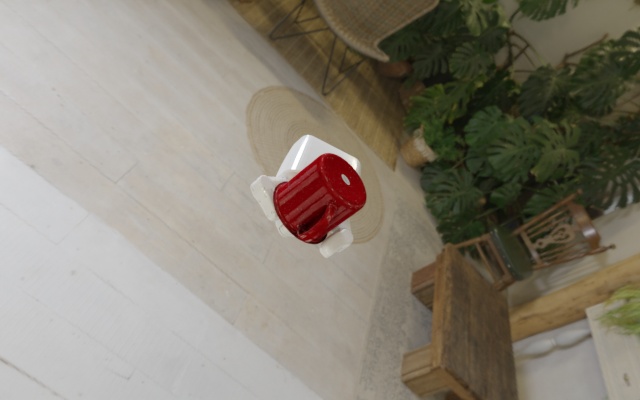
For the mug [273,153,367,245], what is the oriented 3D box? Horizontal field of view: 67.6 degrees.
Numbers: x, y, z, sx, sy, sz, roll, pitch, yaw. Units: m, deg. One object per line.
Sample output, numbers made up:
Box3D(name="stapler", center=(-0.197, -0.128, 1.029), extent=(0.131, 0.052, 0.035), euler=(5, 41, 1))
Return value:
Box3D(name="mug", center=(0.000, 0.003, 0.580), extent=(0.081, 0.093, 0.117), euler=(-37, 21, 32))
